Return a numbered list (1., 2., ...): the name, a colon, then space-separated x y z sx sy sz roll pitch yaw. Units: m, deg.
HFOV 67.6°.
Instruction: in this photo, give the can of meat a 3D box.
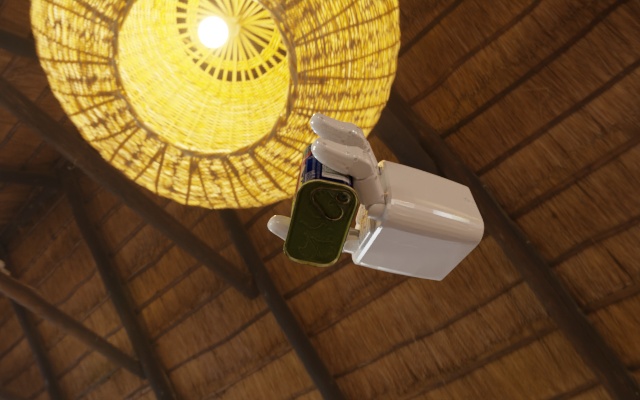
1. can of meat: 0.000 0.001 0.487 0.057 0.102 0.084 11 34 -6
